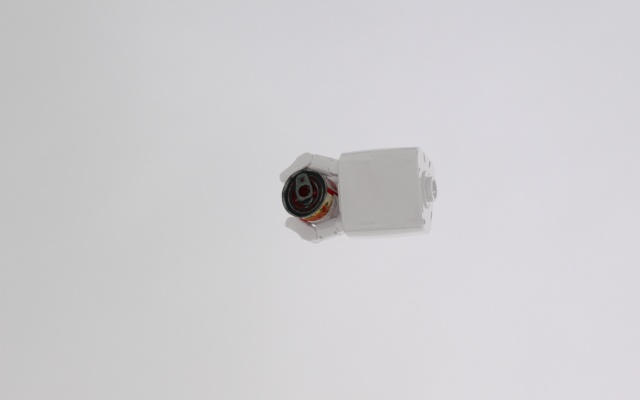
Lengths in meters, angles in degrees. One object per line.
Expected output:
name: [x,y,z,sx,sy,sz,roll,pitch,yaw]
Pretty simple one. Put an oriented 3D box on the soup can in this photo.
soup can: [0.000,0.002,0.672,0.068,0.068,0.102,0,-14,28]
